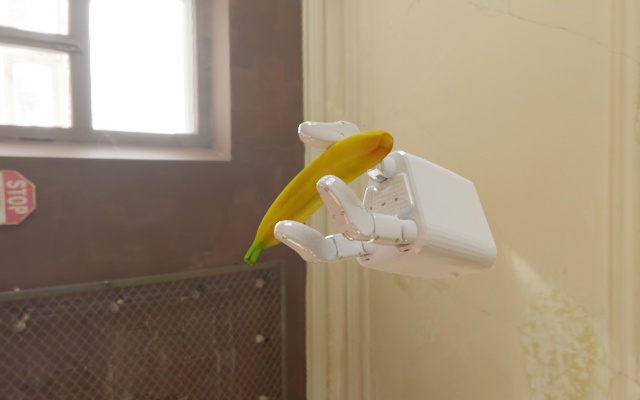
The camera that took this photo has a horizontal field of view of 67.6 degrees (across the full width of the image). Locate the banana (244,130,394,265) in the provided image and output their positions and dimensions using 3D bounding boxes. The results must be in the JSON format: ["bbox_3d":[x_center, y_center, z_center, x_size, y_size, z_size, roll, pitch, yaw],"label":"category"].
[{"bbox_3d":[-0.001,-0.009,0.446,0.037,0.069,0.198,31,-54,-23],"label":"banana"}]
